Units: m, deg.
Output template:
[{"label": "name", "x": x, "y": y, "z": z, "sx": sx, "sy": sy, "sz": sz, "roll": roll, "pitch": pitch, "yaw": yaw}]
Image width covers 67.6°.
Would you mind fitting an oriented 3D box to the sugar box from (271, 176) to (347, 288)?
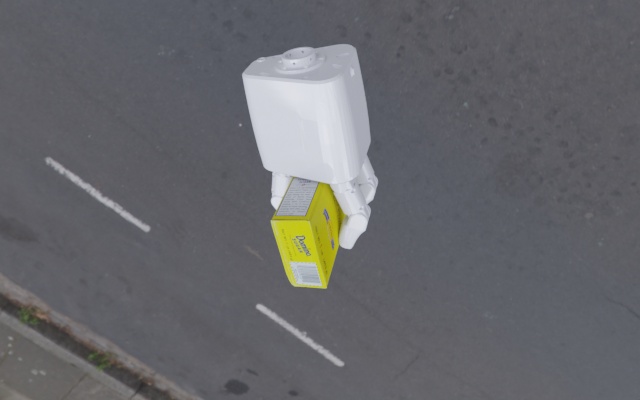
[{"label": "sugar box", "x": 0.001, "y": 0.002, "z": 0.530, "sx": 0.048, "sy": 0.093, "sz": 0.176, "roll": 2, "pitch": 38, "yaw": 18}]
